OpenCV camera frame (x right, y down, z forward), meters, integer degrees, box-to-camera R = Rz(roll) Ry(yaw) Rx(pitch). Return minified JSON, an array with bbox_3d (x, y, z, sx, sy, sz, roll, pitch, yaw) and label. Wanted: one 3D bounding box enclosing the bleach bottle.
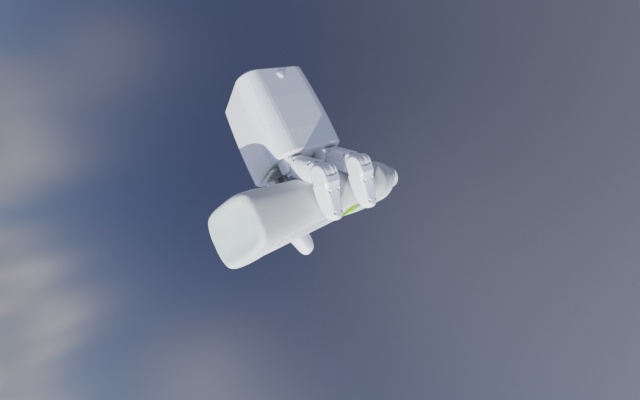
[{"bbox_3d":[0.000,0.002,0.567,0.251,0.068,0.102,-19,-9,-42],"label":"bleach bottle"}]
